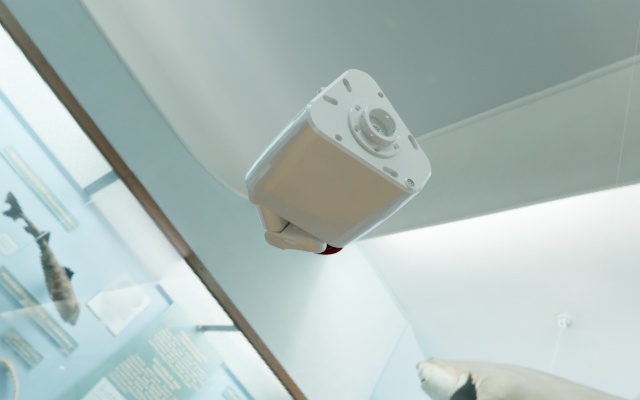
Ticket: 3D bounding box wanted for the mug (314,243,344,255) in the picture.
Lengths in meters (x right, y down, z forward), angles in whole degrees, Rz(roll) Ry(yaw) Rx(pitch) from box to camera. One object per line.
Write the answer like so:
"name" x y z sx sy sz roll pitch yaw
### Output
"mug" -0.001 0.002 0.518 0.117 0.093 0.081 -37 9 49
